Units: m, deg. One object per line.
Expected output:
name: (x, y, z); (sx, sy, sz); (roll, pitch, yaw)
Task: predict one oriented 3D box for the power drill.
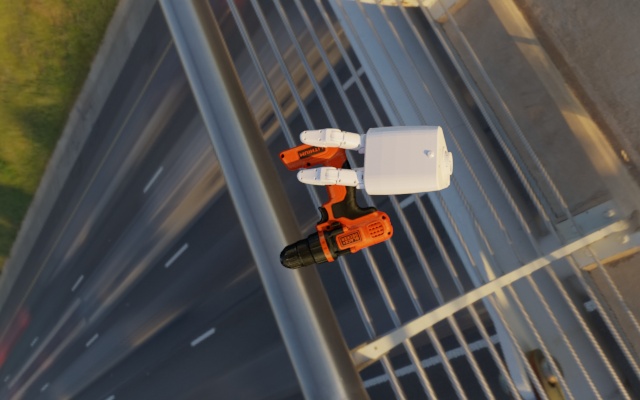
power drill: (0.000, 0.002, 0.749); (0.184, 0.187, 0.057); (-19, 4, 4)
